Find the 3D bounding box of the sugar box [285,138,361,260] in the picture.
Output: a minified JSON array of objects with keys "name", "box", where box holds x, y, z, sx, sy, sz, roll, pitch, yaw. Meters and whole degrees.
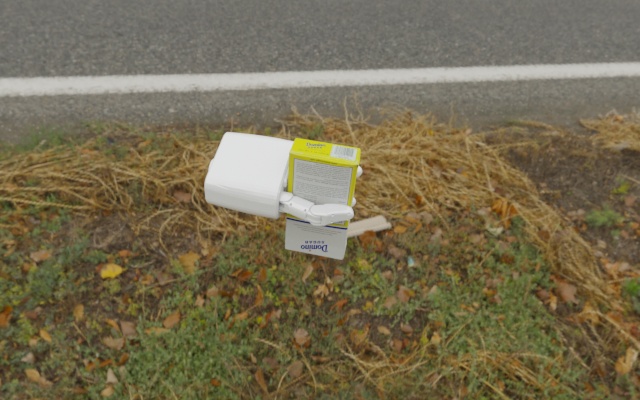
[{"name":"sugar box","box":[0.000,0.002,0.683,0.093,0.176,0.048,11,41,5]}]
